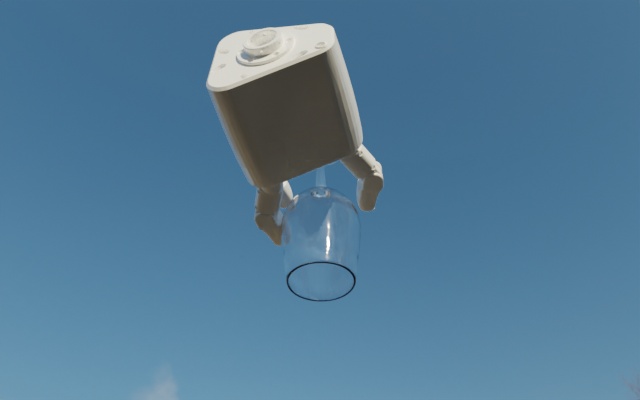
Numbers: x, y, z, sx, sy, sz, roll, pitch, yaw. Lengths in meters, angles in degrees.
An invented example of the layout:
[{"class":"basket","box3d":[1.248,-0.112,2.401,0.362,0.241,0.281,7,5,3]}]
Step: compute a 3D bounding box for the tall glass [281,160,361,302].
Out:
[{"class":"tall glass","box3d":[0.000,0.001,0.491,0.079,0.200,0.079,0,-44,0]}]
